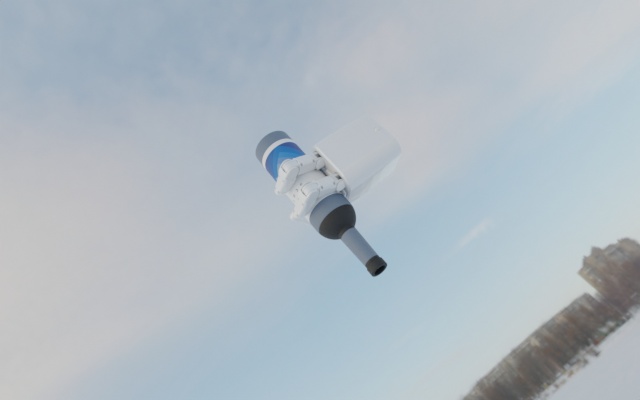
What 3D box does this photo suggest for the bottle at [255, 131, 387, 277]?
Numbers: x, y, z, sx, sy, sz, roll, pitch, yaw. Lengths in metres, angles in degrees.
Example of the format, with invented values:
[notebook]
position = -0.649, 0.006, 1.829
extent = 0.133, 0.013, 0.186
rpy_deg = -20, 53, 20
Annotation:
[bottle]
position = 0.000, 0.002, 0.739
extent = 0.069, 0.069, 0.295
rpy_deg = 0, 40, -47
